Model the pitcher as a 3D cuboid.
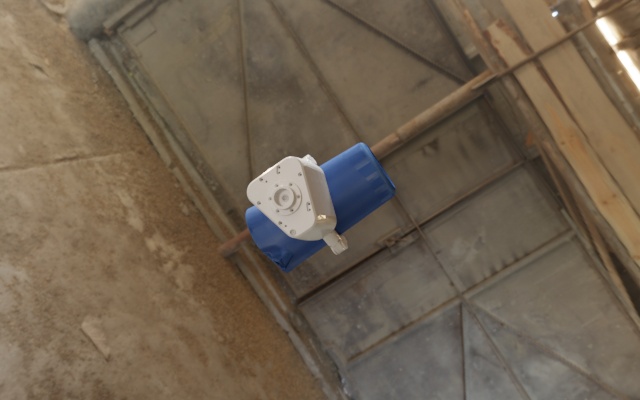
[{"bbox_3d":[0.000,0.003,0.831,0.243,0.149,0.145,-33,-13,10],"label":"pitcher"}]
